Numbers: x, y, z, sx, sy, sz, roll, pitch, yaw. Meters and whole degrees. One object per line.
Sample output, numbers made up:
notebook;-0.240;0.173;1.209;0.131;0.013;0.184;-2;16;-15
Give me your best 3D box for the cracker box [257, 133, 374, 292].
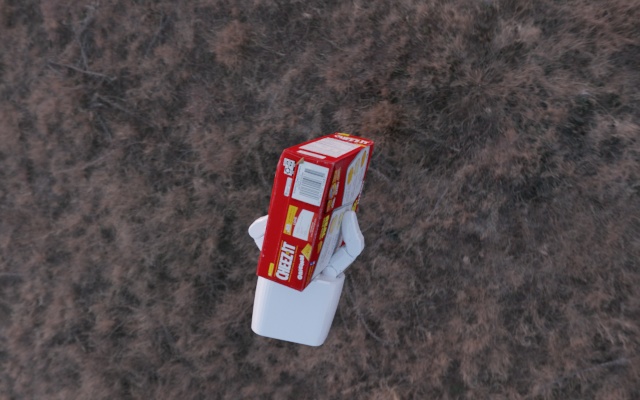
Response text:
cracker box;0.000;0.002;0.643;0.072;0.164;0.213;18;18;14
